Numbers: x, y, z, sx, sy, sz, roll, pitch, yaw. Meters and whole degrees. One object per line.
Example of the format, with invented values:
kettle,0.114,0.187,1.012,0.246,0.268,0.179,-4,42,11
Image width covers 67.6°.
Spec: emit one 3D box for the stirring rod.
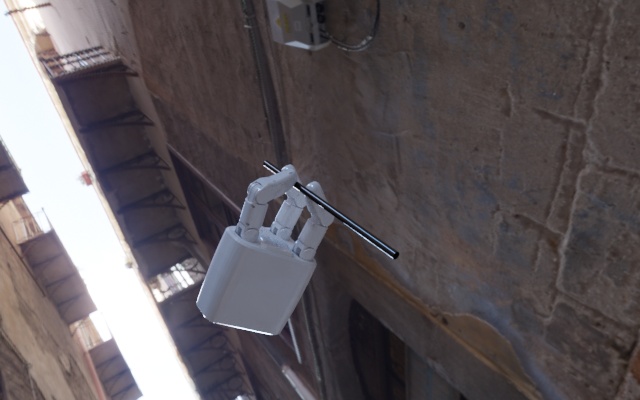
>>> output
stirring rod,0.000,0.002,0.524,0.011,0.011,0.239,0,24,-39
